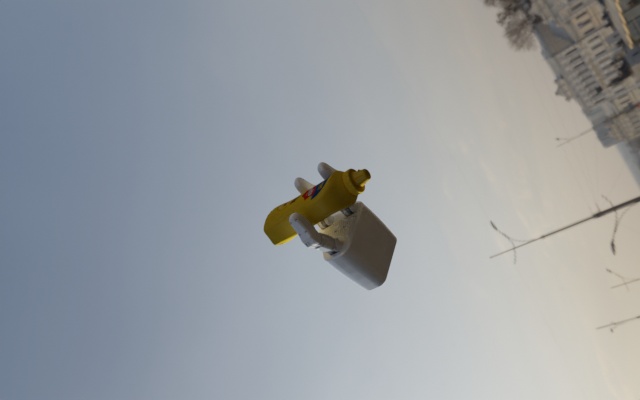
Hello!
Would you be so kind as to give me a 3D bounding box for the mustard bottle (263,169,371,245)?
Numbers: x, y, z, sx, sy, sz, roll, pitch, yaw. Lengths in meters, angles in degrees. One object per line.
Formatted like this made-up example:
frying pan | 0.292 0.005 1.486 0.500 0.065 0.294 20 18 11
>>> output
mustard bottle | 0.000 0.002 0.756 0.192 0.058 0.096 -30 9 32
